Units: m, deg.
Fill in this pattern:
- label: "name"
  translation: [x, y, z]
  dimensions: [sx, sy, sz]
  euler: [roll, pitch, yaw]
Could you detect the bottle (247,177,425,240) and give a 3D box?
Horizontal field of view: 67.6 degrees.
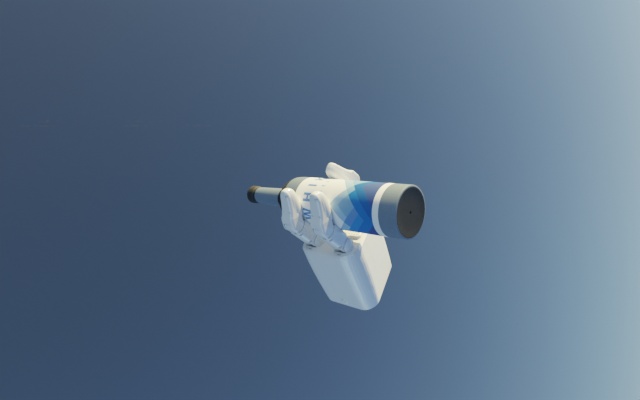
- label: "bottle"
  translation: [0.000, 0.002, 0.665]
  dimensions: [0.295, 0.069, 0.069]
  euler: [6, 4, 43]
